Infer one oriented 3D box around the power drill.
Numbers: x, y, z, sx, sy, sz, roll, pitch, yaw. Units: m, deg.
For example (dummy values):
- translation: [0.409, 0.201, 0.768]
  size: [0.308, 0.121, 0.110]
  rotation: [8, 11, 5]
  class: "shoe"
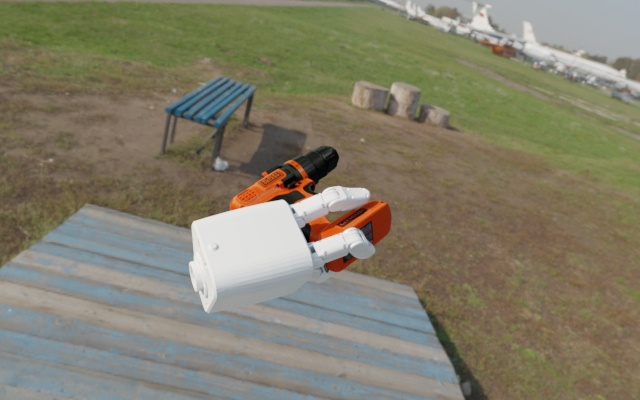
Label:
- translation: [0.000, 0.002, 0.629]
  size: [0.184, 0.057, 0.187]
  rotation: [-36, 44, -26]
  class: "power drill"
